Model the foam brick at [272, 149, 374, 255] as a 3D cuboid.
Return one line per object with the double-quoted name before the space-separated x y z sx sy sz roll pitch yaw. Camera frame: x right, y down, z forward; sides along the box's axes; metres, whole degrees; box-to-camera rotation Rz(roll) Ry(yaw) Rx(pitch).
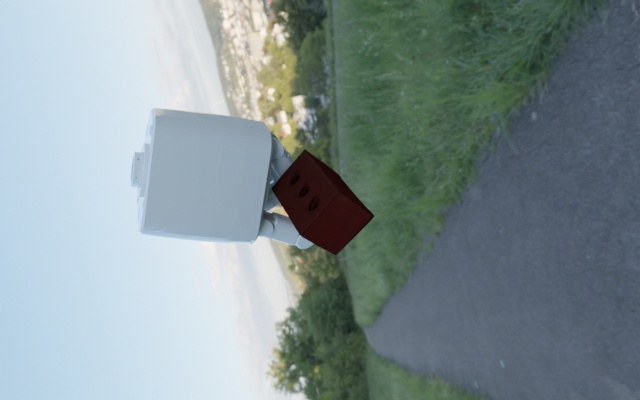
"foam brick" 0.000 0.002 0.439 0.051 0.053 0.078 34 12 -41
